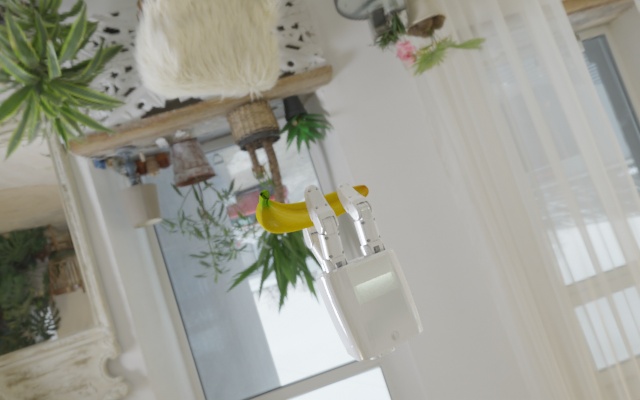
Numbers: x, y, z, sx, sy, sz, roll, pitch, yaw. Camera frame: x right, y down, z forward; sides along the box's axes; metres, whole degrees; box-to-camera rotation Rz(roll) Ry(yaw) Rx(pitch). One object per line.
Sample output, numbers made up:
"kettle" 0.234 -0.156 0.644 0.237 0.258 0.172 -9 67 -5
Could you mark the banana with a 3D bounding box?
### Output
"banana" -0.014 0.011 0.609 0.198 0.037 0.070 -7 -24 -49
